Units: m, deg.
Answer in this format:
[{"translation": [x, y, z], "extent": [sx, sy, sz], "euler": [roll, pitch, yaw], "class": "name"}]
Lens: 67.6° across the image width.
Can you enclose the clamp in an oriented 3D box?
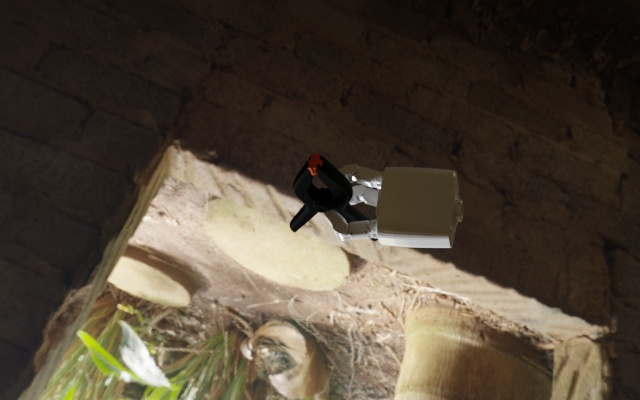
[{"translation": [0.000, 0.003, 0.772], "extent": [0.164, 0.036, 0.210], "euler": [0, -35, 21], "class": "clamp"}]
